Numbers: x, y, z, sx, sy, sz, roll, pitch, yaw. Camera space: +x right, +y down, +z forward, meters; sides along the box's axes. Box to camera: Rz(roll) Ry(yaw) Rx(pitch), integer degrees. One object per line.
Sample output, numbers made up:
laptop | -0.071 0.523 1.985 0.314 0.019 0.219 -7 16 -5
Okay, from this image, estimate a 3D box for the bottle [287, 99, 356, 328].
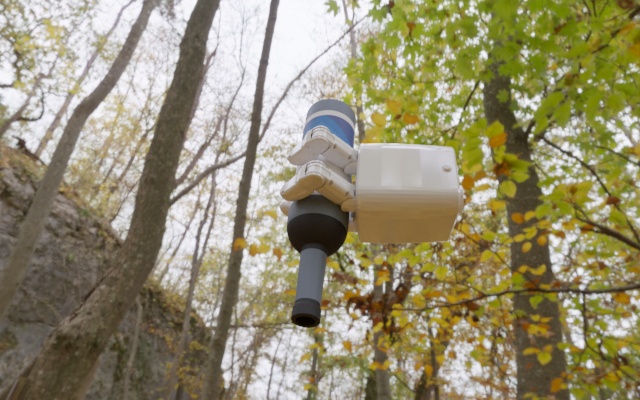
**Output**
bottle | 0.000 0.002 0.537 0.069 0.295 0.069 4 -41 4
